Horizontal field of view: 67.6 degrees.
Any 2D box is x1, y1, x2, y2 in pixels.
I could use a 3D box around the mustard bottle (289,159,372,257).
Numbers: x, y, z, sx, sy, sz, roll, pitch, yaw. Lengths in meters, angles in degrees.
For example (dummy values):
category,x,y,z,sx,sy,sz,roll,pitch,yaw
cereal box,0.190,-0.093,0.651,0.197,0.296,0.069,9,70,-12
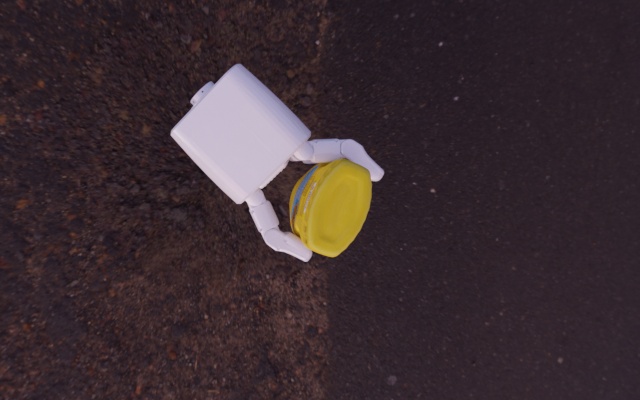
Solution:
category,x,y,z,sx,sy,sz,roll,pitch,yaw
mustard bottle,0.000,0.002,0.551,0.058,0.096,0.191,20,0,-12
